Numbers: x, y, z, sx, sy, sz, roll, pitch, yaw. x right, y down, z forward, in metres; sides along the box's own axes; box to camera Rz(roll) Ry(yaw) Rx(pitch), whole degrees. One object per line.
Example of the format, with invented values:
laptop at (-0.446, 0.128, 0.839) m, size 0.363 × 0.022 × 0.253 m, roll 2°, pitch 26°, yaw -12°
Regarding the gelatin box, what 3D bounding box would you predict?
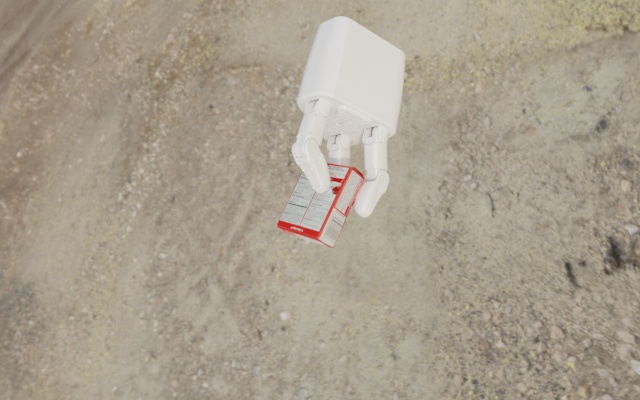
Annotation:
gelatin box at (0.000, 0.002, 0.530) m, size 0.073 × 0.089 × 0.030 m, roll 12°, pitch -18°, yaw 46°
